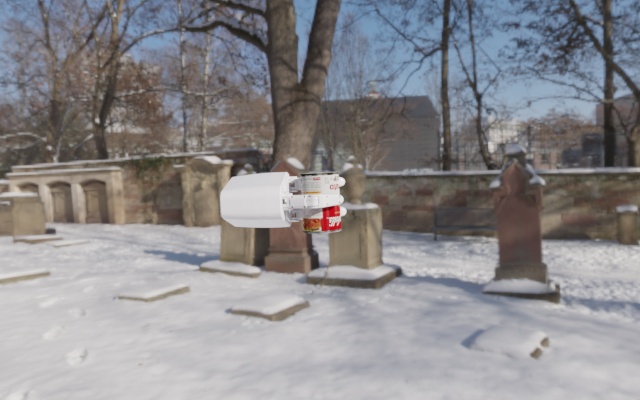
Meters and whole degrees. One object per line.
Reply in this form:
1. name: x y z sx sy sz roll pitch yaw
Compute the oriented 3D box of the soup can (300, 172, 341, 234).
1. soup can: 0.001 0.002 0.829 0.068 0.102 0.068 -3 4 0
